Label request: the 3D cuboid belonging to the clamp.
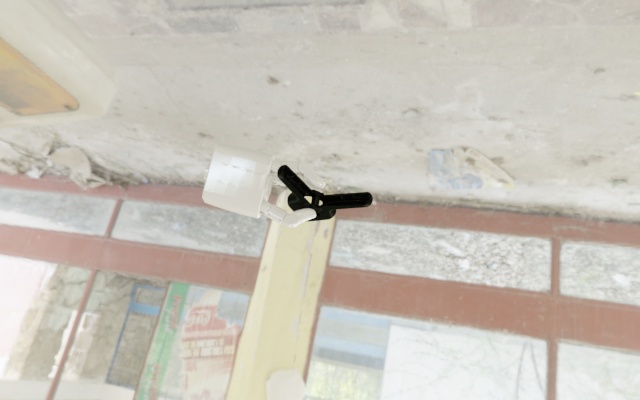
[{"bbox_3d":[0.000,0.004,0.866,0.164,0.036,0.210,17,-19,0],"label":"clamp"}]
